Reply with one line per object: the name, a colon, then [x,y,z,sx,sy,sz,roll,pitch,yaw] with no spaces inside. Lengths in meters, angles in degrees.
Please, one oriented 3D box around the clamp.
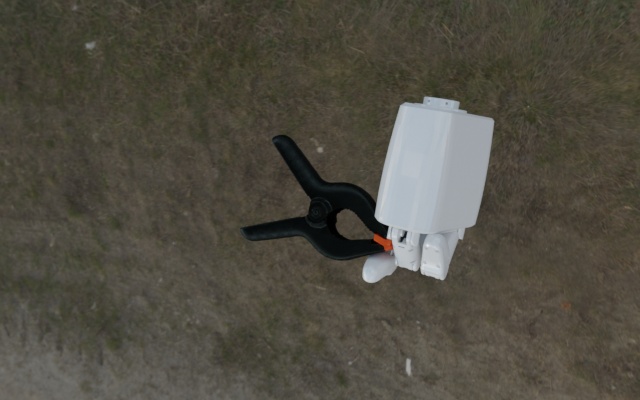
clamp: [0.000,0.002,0.493,0.171,0.120,0.039,14,10,21]
